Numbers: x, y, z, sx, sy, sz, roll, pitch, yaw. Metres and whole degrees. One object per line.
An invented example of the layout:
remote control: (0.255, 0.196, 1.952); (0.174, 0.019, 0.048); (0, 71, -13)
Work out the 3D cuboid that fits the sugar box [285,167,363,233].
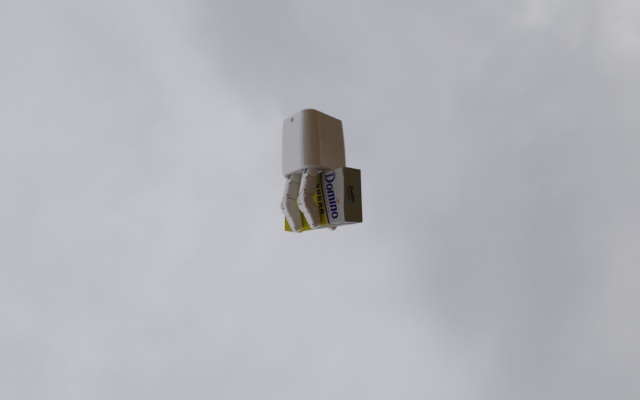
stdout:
sugar box: (0.000, 0.003, 0.843); (0.048, 0.093, 0.176); (5, -12, -35)
